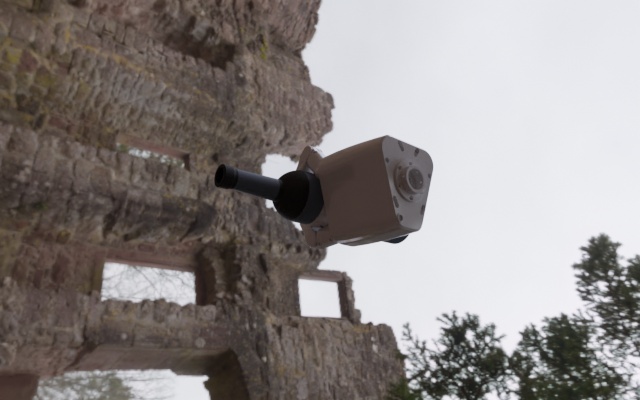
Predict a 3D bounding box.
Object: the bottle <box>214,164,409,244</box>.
[{"bbox_3d":[0.000,0.002,0.629,0.296,0.069,0.069,15,-9,-36],"label":"bottle"}]
